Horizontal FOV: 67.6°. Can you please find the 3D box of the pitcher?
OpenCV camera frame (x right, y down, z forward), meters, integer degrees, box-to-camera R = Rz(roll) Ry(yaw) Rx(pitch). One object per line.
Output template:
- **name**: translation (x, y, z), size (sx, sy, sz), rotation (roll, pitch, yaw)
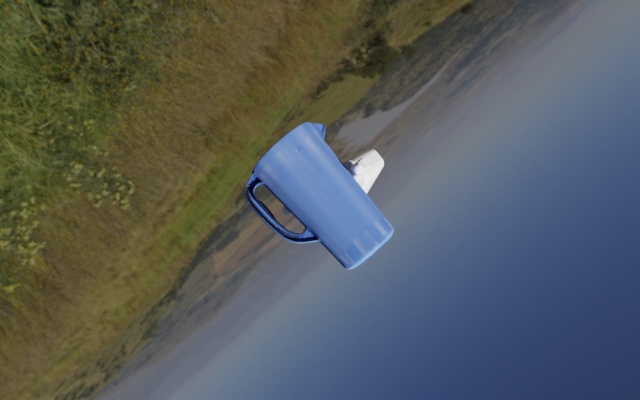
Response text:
- **pitcher**: translation (0.000, 0.003, 0.813), size (0.149, 0.243, 0.145), rotation (-43, -3, 34)
